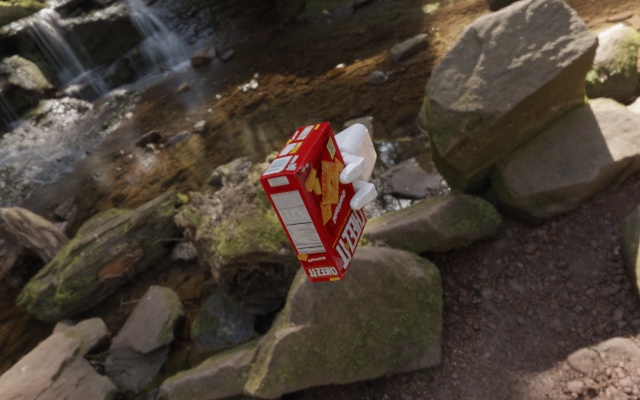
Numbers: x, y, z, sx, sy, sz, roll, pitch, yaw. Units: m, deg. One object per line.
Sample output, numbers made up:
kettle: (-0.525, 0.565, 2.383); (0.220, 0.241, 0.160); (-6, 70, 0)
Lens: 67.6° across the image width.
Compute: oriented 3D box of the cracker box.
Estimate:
cracker box: (0.000, 0.002, 0.796); (0.072, 0.214, 0.164); (-8, 32, 28)
